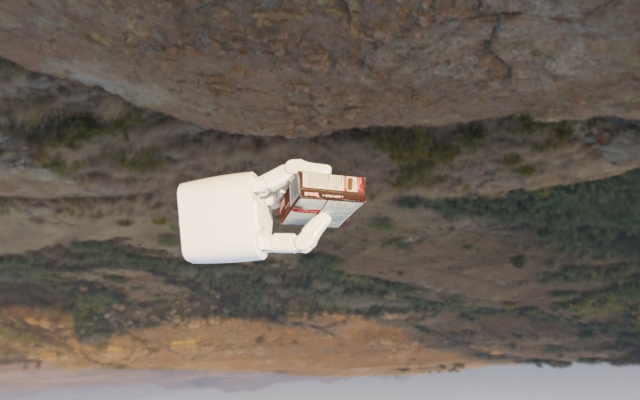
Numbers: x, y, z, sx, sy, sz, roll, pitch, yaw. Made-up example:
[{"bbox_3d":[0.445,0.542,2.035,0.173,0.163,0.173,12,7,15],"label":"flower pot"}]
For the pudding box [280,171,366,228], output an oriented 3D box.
[{"bbox_3d":[0.000,0.002,0.638,0.090,0.039,0.113,4,-20,-16],"label":"pudding box"}]
